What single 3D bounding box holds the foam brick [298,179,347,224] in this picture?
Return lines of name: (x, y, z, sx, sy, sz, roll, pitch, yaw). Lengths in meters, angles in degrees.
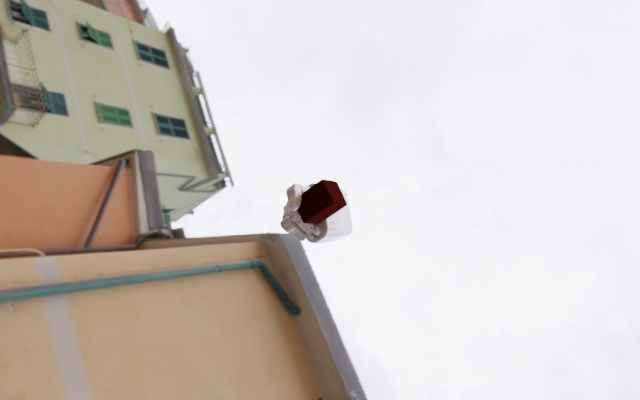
foam brick: (0.000, 0.003, 0.895, 0.078, 0.053, 0.051, -34, -22, 29)
